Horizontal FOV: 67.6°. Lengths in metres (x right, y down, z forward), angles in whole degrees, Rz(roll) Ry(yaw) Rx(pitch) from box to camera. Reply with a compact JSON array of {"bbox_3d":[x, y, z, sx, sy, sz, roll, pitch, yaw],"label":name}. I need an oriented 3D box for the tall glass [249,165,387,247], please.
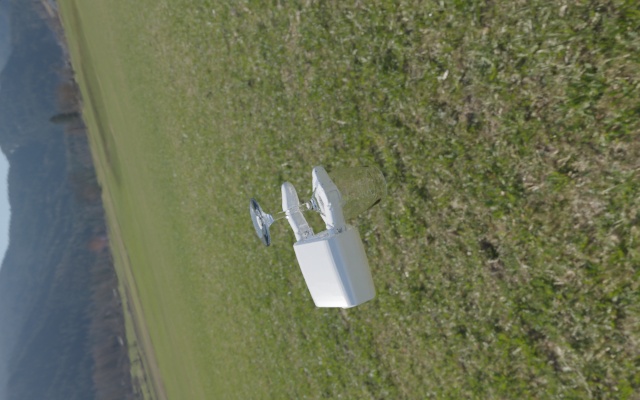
[{"bbox_3d":[-0.001,0.002,0.720,0.201,0.079,0.079,-19,7,-21],"label":"tall glass"}]
